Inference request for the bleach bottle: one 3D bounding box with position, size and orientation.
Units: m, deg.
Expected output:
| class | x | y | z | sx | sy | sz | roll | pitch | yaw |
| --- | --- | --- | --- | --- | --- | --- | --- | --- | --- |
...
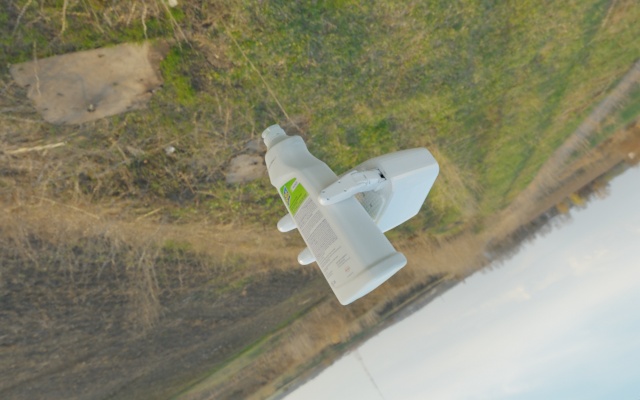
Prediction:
| class | x | y | z | sx | sy | sz | roll | pitch | yaw |
| --- | --- | --- | --- | --- | --- | --- | --- | --- | --- |
| bleach bottle | 0.000 | 0.002 | 0.612 | 0.068 | 0.250 | 0.103 | -19 | -21 | -39 |
